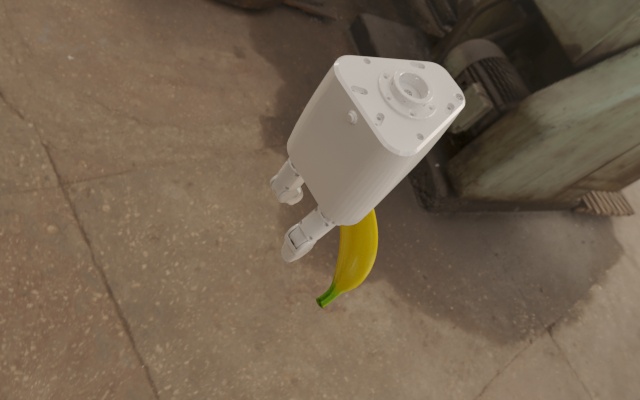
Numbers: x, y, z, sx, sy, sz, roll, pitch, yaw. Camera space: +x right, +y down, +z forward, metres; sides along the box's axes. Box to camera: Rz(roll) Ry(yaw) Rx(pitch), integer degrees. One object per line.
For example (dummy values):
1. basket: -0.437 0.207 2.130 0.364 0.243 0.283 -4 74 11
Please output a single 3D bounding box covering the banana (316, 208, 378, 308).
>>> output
1. banana: 0.019 0.004 0.480 0.069 0.197 0.037 -3 -24 -13
